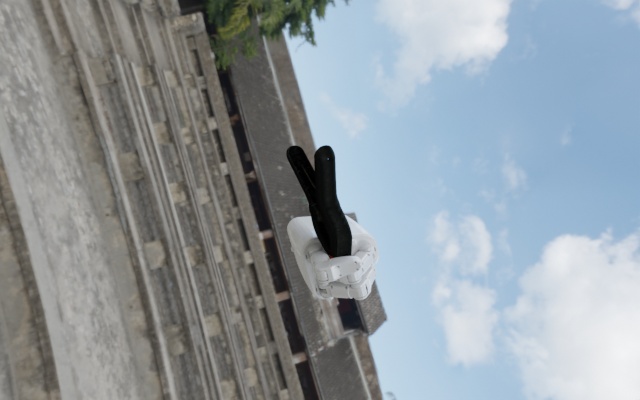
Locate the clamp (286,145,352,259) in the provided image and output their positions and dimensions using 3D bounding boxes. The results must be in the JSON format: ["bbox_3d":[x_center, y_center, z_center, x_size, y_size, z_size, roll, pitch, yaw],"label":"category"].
[{"bbox_3d":[0.001,0.002,0.626,0.039,0.171,0.120,-17,21,-15],"label":"clamp"}]
